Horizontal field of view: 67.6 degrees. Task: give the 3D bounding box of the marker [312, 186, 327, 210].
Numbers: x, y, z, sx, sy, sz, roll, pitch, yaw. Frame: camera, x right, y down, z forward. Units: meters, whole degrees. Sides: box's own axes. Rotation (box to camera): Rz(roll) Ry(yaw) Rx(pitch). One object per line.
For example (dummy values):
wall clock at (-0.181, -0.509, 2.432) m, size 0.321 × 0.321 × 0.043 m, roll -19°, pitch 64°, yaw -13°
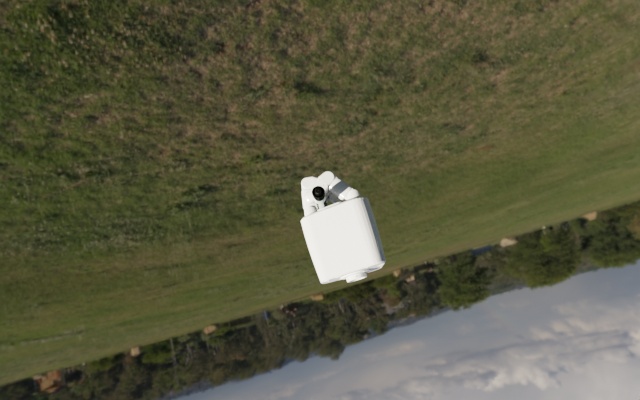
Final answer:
marker at (0.000, 0.002, 0.729) m, size 0.020 × 0.020 × 0.121 m, roll 0°, pitch -15°, yaw 3°
